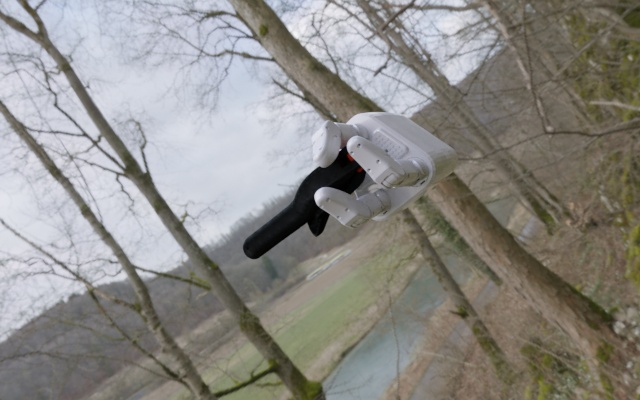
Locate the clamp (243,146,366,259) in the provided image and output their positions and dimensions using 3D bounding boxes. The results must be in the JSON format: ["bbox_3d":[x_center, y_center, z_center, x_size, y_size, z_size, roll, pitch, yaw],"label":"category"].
[{"bbox_3d":[0.000,0.001,0.521,0.171,0.039,0.120,-42,-12,31],"label":"clamp"}]
